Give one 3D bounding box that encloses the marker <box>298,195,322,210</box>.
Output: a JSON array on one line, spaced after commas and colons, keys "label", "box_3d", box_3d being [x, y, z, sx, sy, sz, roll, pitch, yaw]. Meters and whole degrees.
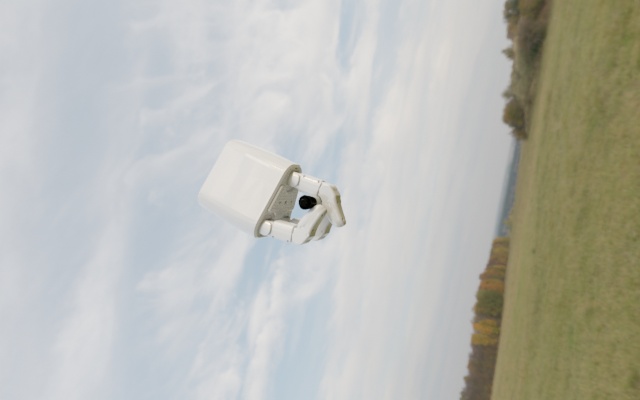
[{"label": "marker", "box_3d": [0.000, 0.002, 0.654, 0.020, 0.020, 0.121, 0, 1, 22]}]
